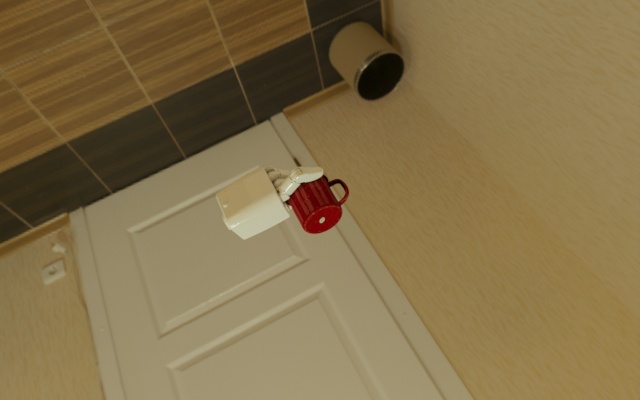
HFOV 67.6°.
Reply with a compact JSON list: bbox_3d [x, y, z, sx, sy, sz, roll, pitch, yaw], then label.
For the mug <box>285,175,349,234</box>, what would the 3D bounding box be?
[{"bbox_3d":[0.002,0.002,0.899,0.117,0.081,0.093,-28,-35,-2],"label":"mug"}]
